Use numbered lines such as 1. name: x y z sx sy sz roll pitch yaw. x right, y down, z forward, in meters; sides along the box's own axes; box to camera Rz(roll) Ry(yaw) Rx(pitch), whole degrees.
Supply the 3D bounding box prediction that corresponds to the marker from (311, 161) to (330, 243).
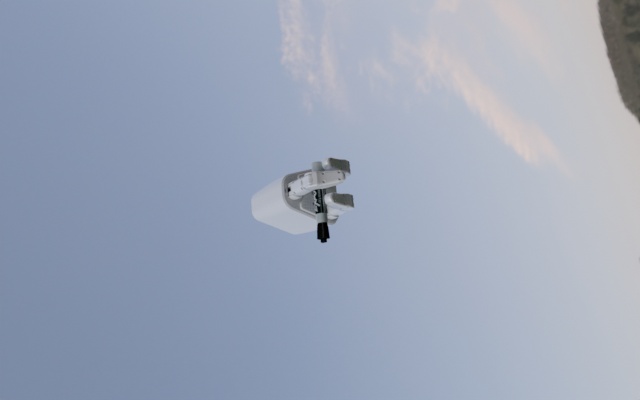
1. marker: 0.000 0.002 0.702 0.020 0.121 0.020 -5 -14 -1
